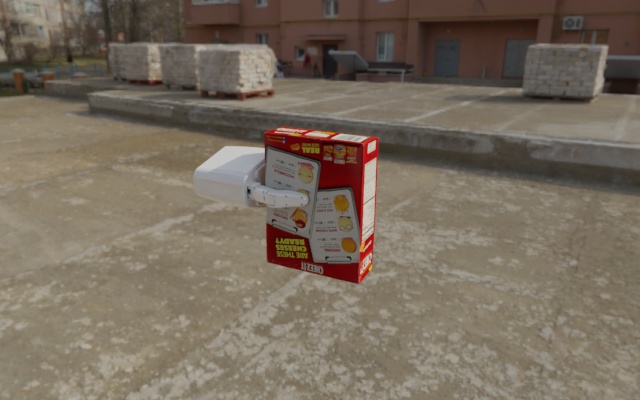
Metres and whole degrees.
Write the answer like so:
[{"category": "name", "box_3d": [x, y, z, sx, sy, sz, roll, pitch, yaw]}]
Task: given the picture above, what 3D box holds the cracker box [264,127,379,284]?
[{"category": "cracker box", "box_3d": [0.000, 0.002, 0.730, 0.164, 0.214, 0.072, 10, 21, 26]}]
